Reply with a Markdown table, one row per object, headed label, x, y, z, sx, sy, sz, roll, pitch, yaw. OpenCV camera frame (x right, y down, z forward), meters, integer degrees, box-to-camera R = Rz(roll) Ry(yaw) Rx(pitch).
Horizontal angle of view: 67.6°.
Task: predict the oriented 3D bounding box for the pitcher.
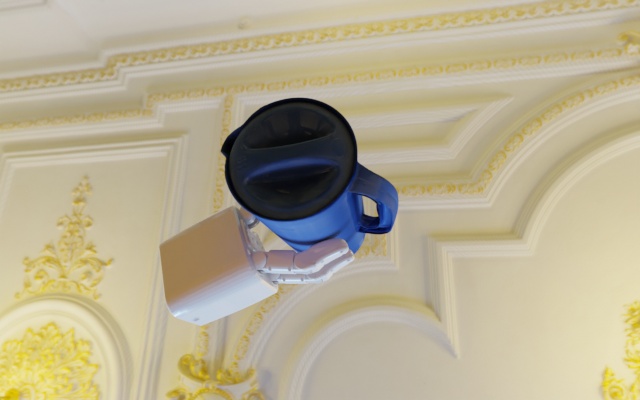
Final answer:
| label | x | y | z | sx | sy | sz | roll | pitch | yaw |
| --- | --- | --- | --- | --- | --- | --- | --- | --- | --- |
| pitcher | 0.000 | 0.002 | 0.561 | 0.145 | 0.149 | 0.243 | -27 | -24 | 0 |
